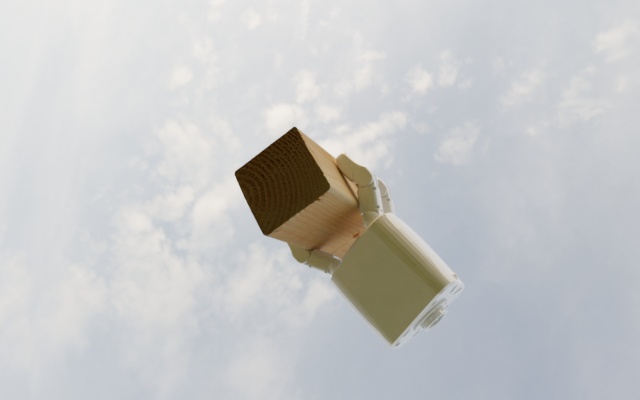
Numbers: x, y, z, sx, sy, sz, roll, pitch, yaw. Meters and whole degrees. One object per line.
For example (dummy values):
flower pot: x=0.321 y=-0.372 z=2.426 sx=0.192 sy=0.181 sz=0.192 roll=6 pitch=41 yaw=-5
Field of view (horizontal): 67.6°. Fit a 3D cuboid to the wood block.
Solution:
wood block: x=0.000 y=0.002 z=0.590 sx=0.091 sy=0.090 sz=0.206 roll=-36 pitch=-26 yaw=13
